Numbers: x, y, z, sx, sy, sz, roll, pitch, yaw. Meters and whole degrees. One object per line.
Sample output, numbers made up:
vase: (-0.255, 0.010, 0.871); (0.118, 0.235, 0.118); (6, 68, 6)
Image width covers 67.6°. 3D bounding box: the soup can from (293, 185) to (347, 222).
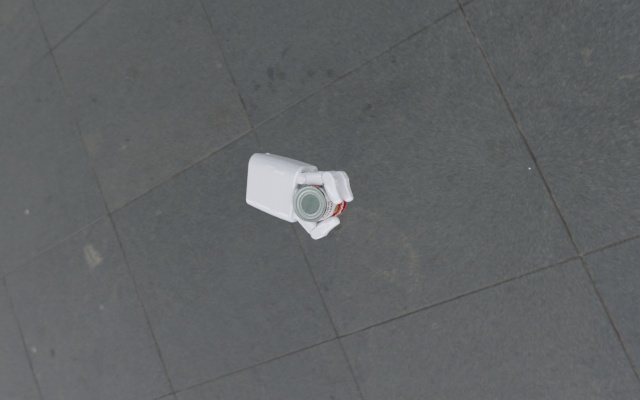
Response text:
soup can: (0.000, 0.003, 0.888); (0.068, 0.068, 0.102); (0, 4, 24)
